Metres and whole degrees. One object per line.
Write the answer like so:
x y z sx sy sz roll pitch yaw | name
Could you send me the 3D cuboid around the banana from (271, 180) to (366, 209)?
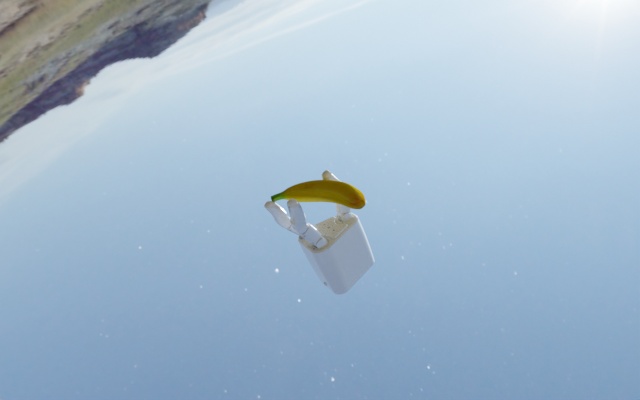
0.008 -0.008 0.794 0.198 0.037 0.069 1 34 42 | banana
